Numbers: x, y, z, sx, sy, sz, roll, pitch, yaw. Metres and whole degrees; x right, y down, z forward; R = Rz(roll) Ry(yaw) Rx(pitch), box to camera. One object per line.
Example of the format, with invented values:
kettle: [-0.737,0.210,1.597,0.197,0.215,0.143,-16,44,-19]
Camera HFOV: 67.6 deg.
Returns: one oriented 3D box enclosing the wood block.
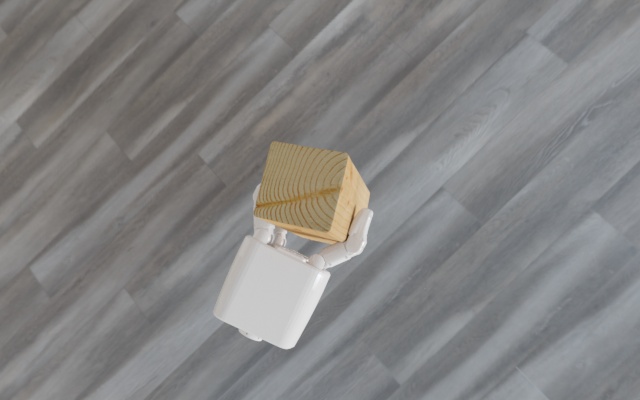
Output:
wood block: [0.000,0.002,0.612,0.091,0.090,0.206,12,-8,14]
